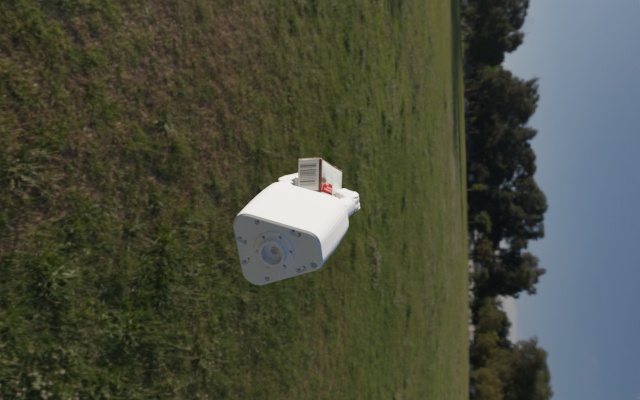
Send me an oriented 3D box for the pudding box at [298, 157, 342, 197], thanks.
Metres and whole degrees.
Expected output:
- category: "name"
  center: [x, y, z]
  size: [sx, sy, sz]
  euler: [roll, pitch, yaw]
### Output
- category: "pudding box"
  center: [0.000, 0.002, 0.687]
  size: [0.039, 0.113, 0.090]
  euler: [0, -8, 21]
